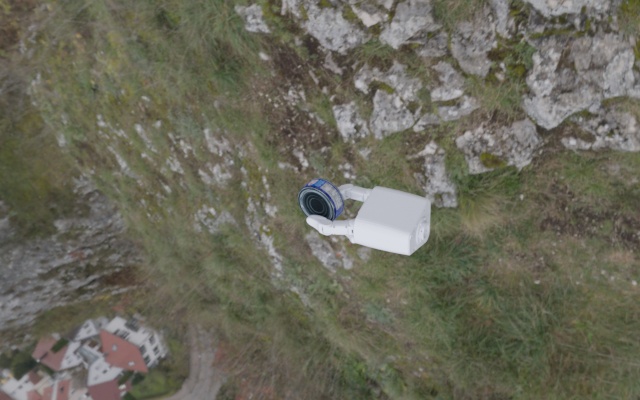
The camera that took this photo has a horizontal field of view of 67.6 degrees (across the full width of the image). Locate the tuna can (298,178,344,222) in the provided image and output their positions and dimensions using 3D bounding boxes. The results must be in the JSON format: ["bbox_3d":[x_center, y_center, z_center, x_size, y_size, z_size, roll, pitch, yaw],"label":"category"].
[{"bbox_3d":[0.000,0.003,0.897,0.086,0.086,0.033,0,31,40],"label":"tuna can"}]
